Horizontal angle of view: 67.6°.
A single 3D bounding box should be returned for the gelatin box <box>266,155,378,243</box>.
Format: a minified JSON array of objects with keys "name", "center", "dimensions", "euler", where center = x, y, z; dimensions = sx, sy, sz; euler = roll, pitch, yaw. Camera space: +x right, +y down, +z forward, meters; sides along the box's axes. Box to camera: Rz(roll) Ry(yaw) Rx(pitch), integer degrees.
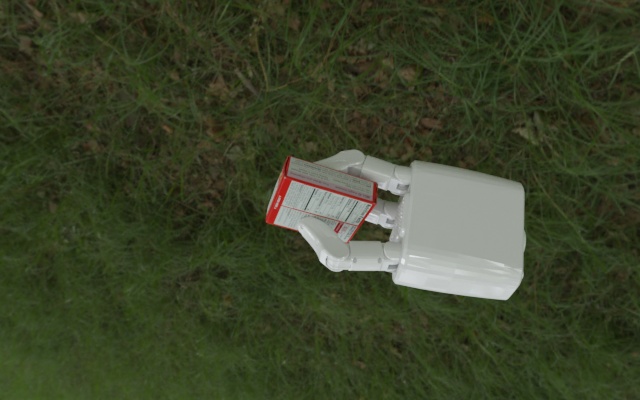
[{"name":"gelatin box","center":[0.000,0.002,0.451],"dimensions":[0.089,0.030,0.073],"euler":[15,-39,-10]}]
